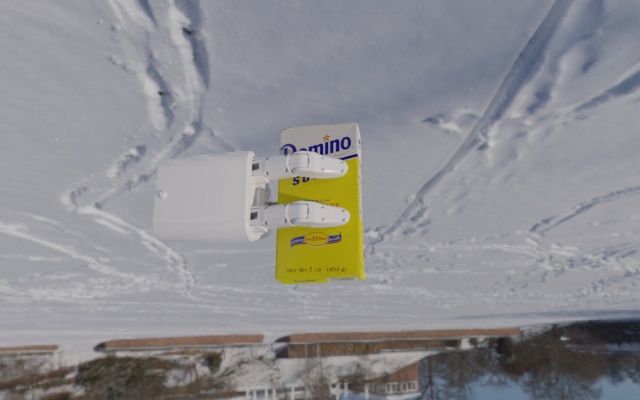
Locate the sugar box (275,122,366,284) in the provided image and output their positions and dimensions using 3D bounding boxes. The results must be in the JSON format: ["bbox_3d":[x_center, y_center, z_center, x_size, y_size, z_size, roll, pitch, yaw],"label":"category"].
[{"bbox_3d":[0.000,0.002,0.532,0.093,0.176,0.048,-4,-17,9],"label":"sugar box"}]
